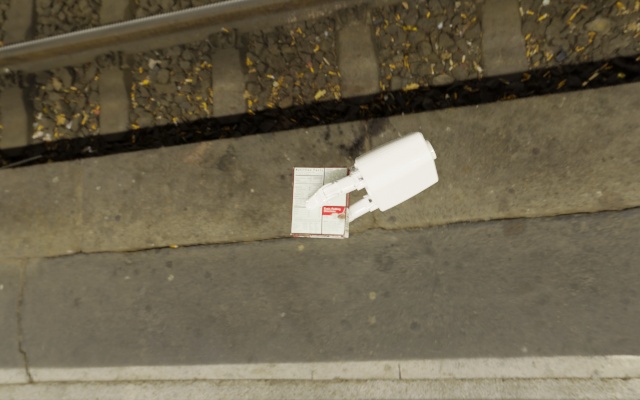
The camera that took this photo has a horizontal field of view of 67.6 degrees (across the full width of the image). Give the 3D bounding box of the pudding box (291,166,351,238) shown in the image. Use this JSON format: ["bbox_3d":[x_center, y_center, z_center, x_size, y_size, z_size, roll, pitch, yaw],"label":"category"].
[{"bbox_3d":[0.000,0.002,0.761,0.090,0.113,0.039,1,-8,11],"label":"pudding box"}]
